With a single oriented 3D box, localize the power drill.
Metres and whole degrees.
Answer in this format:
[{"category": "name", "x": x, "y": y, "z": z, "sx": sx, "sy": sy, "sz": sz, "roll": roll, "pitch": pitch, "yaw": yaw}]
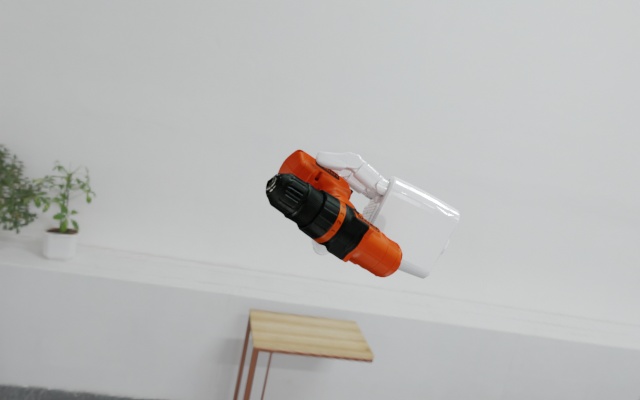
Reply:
[{"category": "power drill", "x": 0.000, "y": 0.002, "z": 0.579, "sx": 0.184, "sy": 0.057, "sz": 0.187, "roll": 36, "pitch": 12, "yaw": -26}]
